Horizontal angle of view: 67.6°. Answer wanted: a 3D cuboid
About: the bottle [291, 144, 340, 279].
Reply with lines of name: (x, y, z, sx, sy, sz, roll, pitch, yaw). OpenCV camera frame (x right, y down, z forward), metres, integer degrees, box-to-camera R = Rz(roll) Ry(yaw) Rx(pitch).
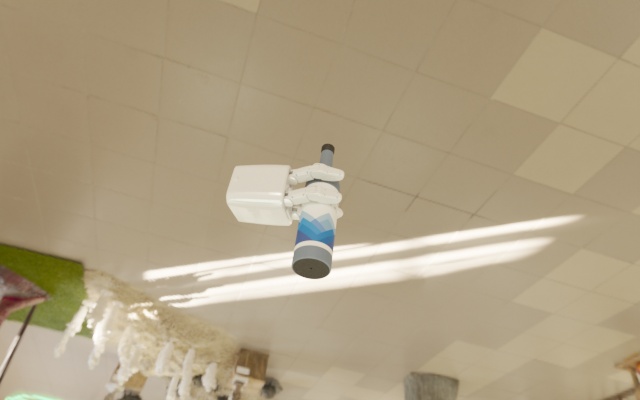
bottle: (0.000, 0.003, 0.884, 0.069, 0.295, 0.069, 5, -41, 4)
